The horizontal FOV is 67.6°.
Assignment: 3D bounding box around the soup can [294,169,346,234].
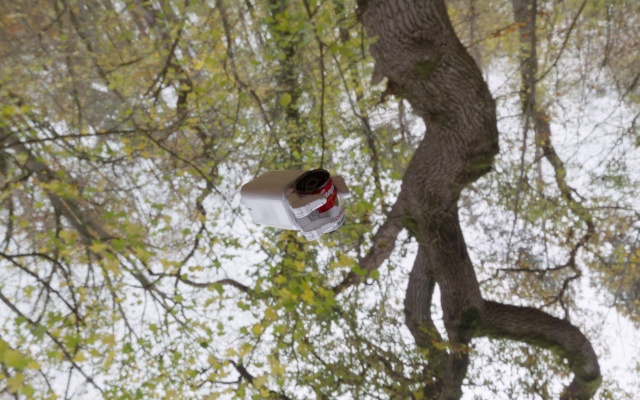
[{"bbox_3d":[0.001,0.003,0.870,0.068,0.102,0.068,-15,34,10],"label":"soup can"}]
